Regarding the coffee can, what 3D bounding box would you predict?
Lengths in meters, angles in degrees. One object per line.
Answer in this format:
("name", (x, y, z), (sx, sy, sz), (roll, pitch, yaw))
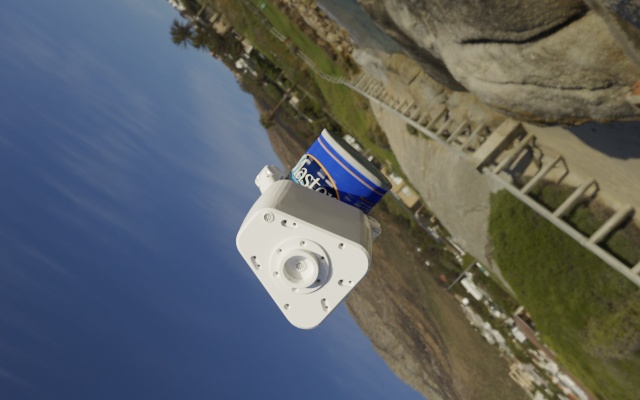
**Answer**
("coffee can", (0.000, 0.002, 0.562), (0.103, 0.140, 0.102), (39, 12, -10))
